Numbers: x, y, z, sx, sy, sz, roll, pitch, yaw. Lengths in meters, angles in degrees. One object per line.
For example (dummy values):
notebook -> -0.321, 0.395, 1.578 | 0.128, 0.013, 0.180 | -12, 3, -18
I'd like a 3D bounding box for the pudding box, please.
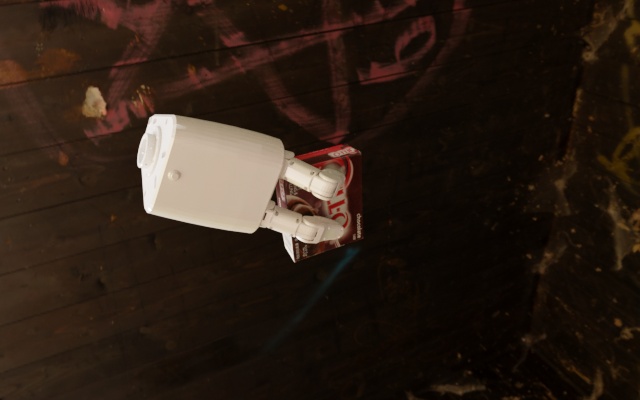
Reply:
pudding box -> 0.000, 0.002, 0.526 | 0.090, 0.114, 0.039 | -16, 33, -20
